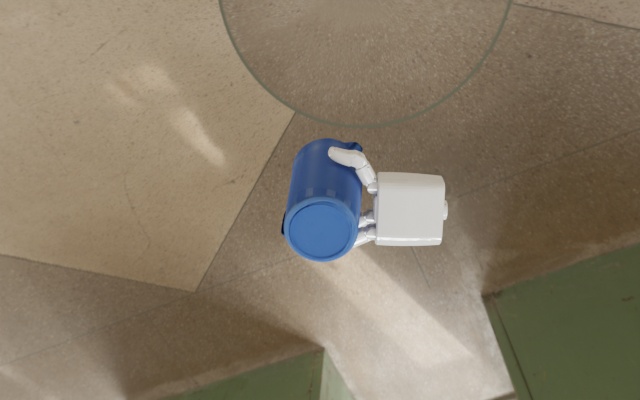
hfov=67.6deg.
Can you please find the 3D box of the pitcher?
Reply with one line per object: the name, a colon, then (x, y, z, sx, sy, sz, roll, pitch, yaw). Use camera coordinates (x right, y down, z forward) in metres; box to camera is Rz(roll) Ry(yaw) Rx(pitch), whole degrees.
pitcher: (0.000, 0.003, 0.786, 0.145, 0.149, 0.242, 1, 25, 3)
